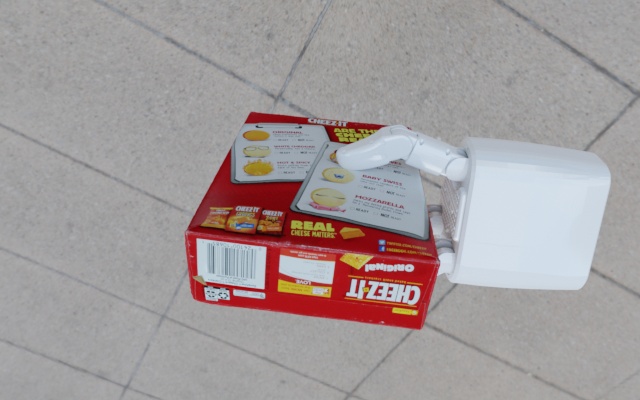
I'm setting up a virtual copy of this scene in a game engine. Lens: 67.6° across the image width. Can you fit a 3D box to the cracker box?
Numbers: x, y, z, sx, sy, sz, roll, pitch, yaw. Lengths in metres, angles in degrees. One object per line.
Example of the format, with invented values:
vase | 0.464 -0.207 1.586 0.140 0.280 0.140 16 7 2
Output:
cracker box | 0.000 0.001 0.401 0.164 0.072 0.213 6 31 1
